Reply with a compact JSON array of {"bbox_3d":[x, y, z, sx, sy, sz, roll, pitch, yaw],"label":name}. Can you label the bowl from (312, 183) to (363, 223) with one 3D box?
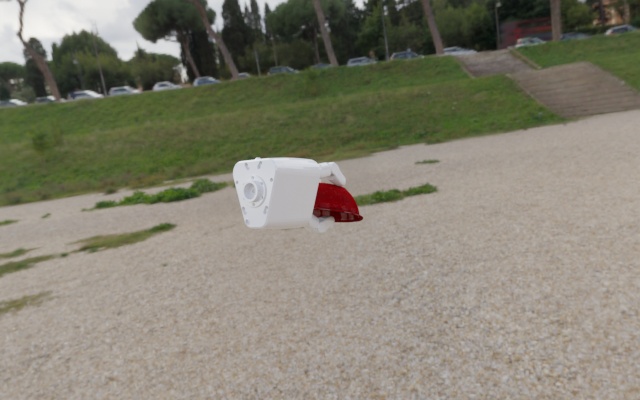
[{"bbox_3d":[0.001,0.003,0.881,0.162,0.055,0.162,5,-10,1],"label":"bowl"}]
